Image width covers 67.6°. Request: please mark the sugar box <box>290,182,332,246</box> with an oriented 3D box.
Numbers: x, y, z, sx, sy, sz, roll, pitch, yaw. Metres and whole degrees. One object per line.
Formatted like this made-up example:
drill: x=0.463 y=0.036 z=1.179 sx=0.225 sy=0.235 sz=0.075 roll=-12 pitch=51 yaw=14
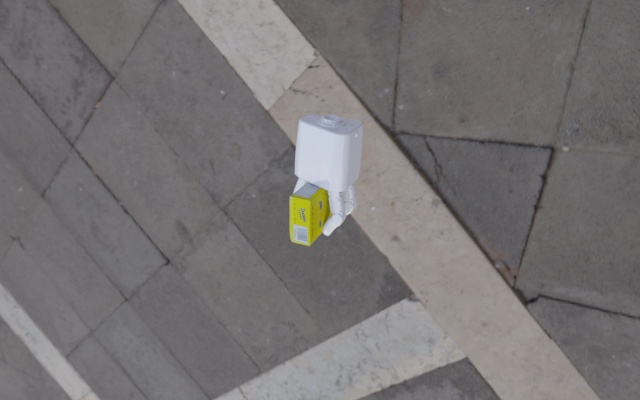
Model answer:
sugar box: x=0.001 y=0.003 z=0.895 sx=0.048 sy=0.093 sz=0.176 roll=14 pitch=29 yaw=23
